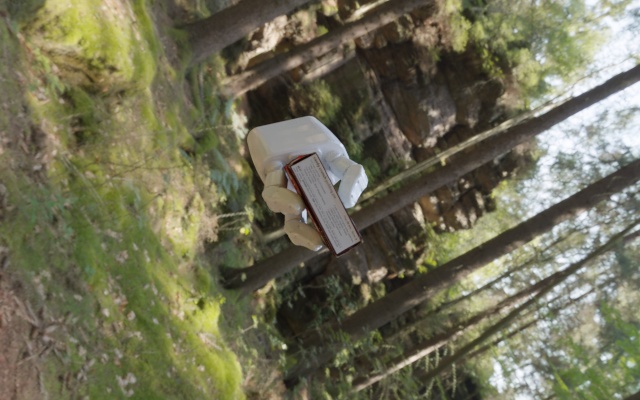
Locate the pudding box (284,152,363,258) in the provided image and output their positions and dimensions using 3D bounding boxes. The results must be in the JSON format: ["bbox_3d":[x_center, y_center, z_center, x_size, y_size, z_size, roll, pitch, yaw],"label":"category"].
[{"bbox_3d":[0.000,0.002,0.540,0.039,0.113,0.090,-30,7,-4],"label":"pudding box"}]
